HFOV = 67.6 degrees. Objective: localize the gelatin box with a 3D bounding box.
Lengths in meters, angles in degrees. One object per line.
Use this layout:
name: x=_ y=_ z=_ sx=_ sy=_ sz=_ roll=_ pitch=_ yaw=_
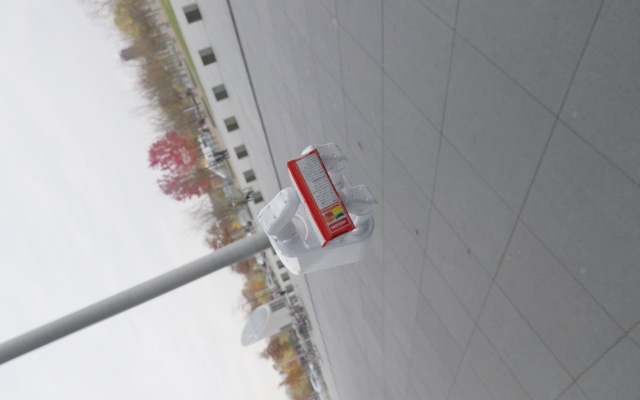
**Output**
gelatin box: x=0.000 y=0.002 z=0.423 sx=0.030 sy=0.073 sz=0.089 roll=-25 pitch=-7 yaw=-4
